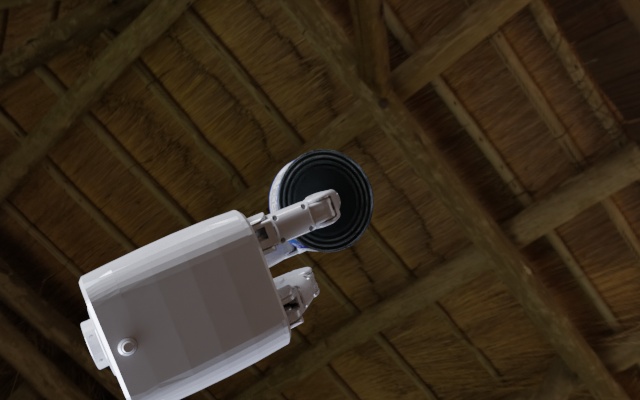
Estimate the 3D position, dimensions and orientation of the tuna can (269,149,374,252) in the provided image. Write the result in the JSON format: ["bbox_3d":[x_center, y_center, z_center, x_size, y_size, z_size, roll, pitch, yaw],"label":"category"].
[{"bbox_3d":[0.000,0.001,0.409,0.086,0.086,0.034,0,-6,-22],"label":"tuna can"}]
